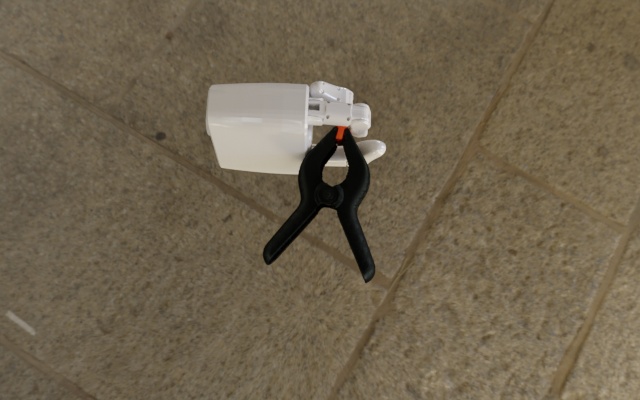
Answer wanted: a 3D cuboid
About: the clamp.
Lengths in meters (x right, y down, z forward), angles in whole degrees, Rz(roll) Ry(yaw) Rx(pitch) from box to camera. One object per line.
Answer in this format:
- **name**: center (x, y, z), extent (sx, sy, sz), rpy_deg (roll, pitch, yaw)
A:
- **clamp**: center (0.000, 0.001, 0.519), extent (0.120, 0.171, 0.039), rpy_deg (2, -13, 0)
